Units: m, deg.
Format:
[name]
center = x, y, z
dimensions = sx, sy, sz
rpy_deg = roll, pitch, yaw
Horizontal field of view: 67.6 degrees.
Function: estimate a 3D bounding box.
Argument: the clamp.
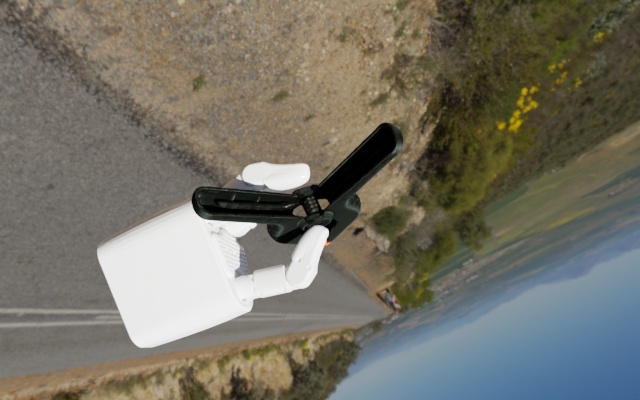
[clamp]
center = 0.000, 0.002, 0.436
dimensions = 0.164, 0.036, 0.210
rpy_deg = -21, -19, 6
